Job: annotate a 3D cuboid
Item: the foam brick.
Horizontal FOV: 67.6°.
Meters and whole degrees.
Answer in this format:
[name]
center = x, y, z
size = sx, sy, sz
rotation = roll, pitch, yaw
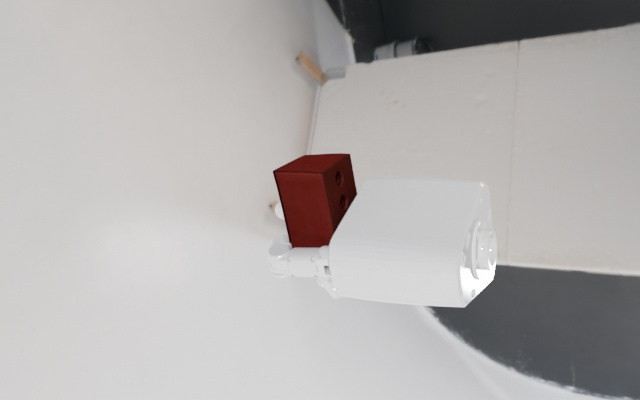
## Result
[foam brick]
center = 0.000, 0.001, 0.426
size = 0.051, 0.078, 0.053
rotation = 1, 23, 33
